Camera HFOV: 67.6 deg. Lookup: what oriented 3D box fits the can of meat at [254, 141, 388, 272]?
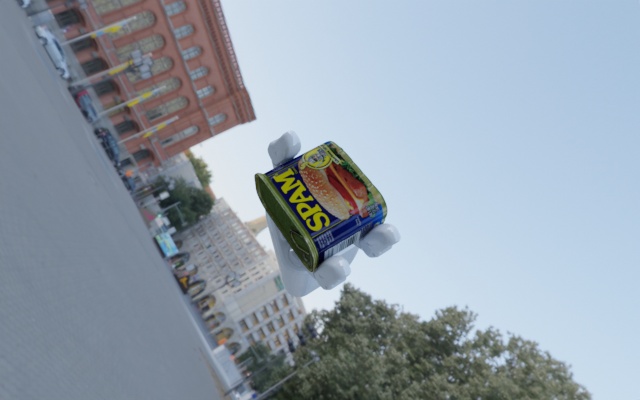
[{"bbox_3d":[0.000,0.001,0.447,0.084,0.102,0.057,-29,-26,-18],"label":"can of meat"}]
